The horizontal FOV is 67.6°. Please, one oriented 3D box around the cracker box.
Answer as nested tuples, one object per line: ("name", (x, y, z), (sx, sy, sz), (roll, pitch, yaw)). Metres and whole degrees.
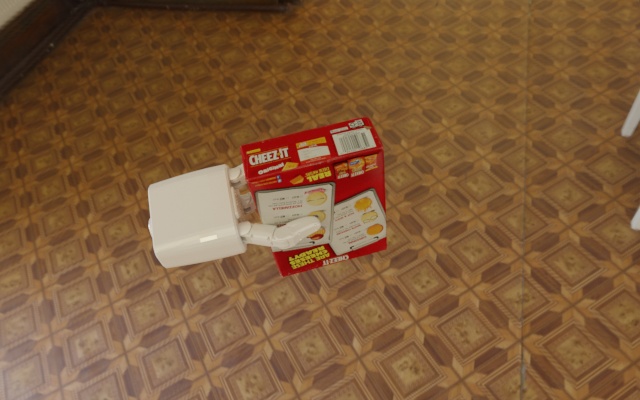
("cracker box", (0.000, 0.002, 0.638), (0.164, 0.072, 0.214), (-14, -40, -2))
